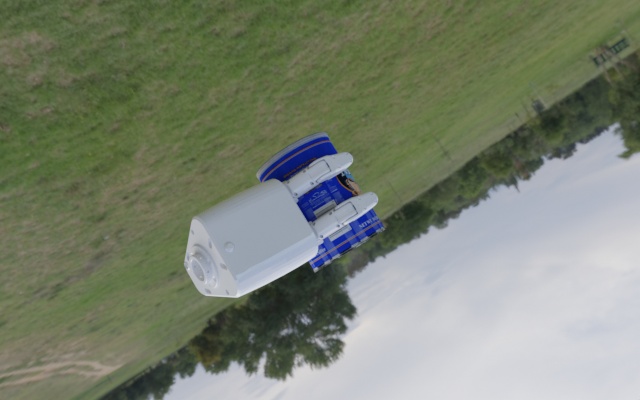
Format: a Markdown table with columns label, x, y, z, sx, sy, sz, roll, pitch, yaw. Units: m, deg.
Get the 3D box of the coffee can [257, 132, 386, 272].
| label | x | y | z | sx | sy | sz | roll | pitch | yaw |
| --- | --- | --- | --- | --- | --- | --- | --- | --- | --- |
| coffee can | 0.000 | 0.002 | 0.590 | 0.103 | 0.140 | 0.103 | -31 | -6 | -4 |
